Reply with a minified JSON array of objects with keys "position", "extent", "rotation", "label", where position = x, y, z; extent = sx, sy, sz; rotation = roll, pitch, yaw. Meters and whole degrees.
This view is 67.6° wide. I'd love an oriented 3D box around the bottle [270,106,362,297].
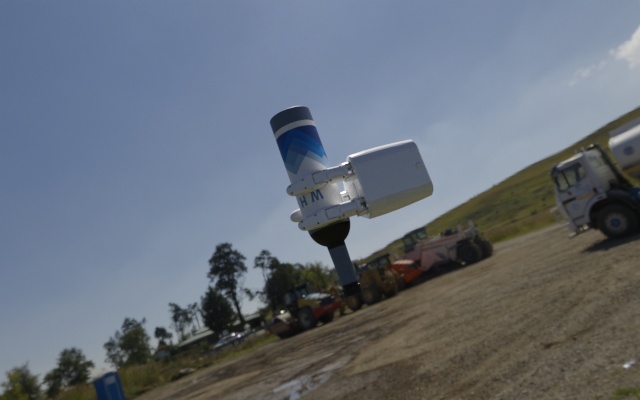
[{"position":[0.000,0.002,0.728],"extent":[0.069,0.295,0.069],"rotation":[-19,-11,-4],"label":"bottle"}]
